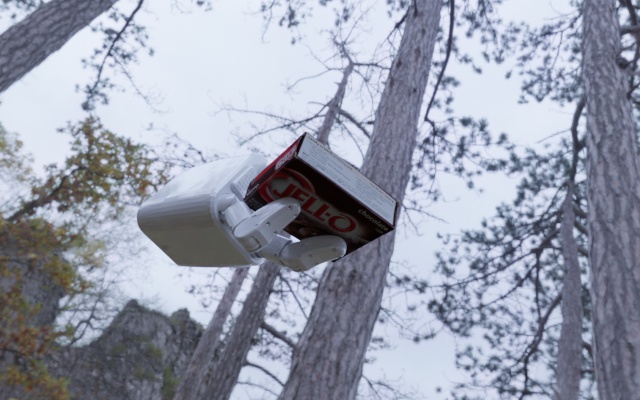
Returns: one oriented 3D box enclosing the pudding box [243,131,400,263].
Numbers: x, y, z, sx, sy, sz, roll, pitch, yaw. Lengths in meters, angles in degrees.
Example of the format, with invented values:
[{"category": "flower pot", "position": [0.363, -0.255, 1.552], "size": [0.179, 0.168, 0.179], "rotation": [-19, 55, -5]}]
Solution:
[{"category": "pudding box", "position": [0.000, 0.001, 0.432], "size": [0.113, 0.039, 0.090], "rotation": [33, -41, -20]}]
